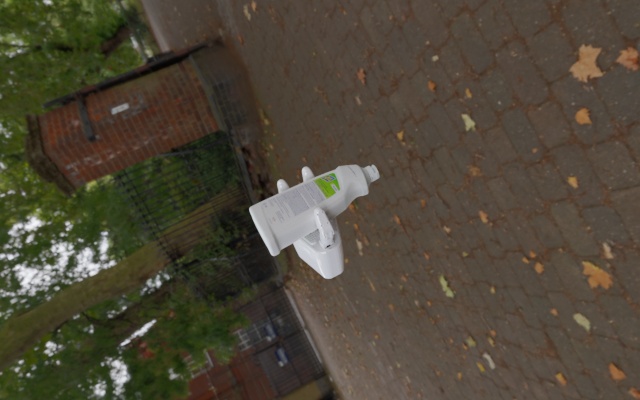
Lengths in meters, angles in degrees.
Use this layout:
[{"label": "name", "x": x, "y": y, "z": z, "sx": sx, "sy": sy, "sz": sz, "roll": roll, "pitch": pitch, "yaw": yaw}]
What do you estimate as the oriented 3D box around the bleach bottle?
[{"label": "bleach bottle", "x": 0.000, "y": 0.003, "z": 0.895, "sx": 0.251, "sy": 0.102, "sz": 0.068, "roll": -26, "pitch": -37, "yaw": -11}]
